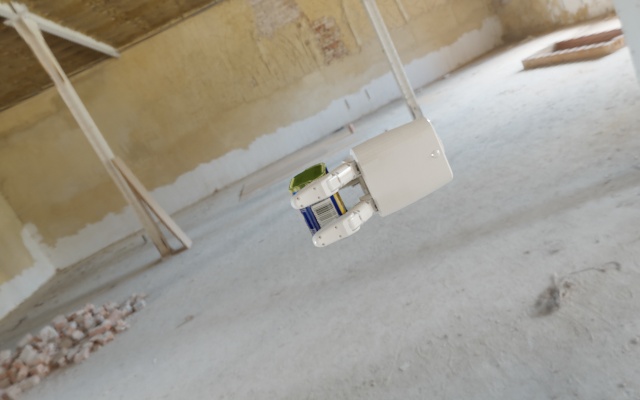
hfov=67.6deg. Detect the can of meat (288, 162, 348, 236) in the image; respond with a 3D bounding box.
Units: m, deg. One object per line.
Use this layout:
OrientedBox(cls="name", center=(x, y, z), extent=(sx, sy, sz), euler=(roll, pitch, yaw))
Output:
OrientedBox(cls="can of meat", center=(0.000, 0.002, 0.639), extent=(0.057, 0.084, 0.102), euler=(-25, 13, 6))
